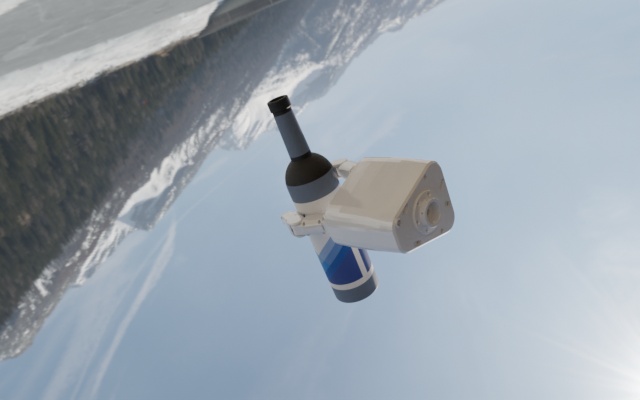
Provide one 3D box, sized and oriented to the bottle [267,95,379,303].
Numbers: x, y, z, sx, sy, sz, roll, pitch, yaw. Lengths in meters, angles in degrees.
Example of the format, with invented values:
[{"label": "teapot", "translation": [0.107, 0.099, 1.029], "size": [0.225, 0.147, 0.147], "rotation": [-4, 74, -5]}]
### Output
[{"label": "bottle", "translation": [0.000, 0.002, 0.635], "size": [0.069, 0.296, 0.069], "rotation": [-19, 23, 9]}]
